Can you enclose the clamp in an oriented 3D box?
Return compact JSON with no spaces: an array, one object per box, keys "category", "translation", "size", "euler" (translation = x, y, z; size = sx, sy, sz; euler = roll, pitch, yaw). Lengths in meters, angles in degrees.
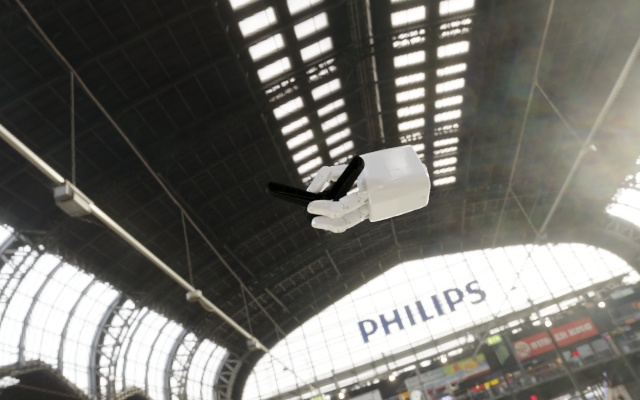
[{"category":"clamp","translation":[0.000,0.002,0.836],"size":[0.164,0.036,0.210],"euler":[-12,-31,1]}]
